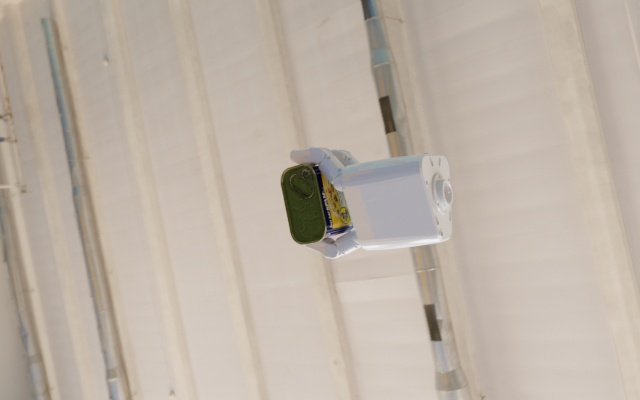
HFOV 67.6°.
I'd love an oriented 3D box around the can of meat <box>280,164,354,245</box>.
[{"bbox_3d":[0.000,0.002,0.642,0.057,0.102,0.084,-14,-3,35],"label":"can of meat"}]
